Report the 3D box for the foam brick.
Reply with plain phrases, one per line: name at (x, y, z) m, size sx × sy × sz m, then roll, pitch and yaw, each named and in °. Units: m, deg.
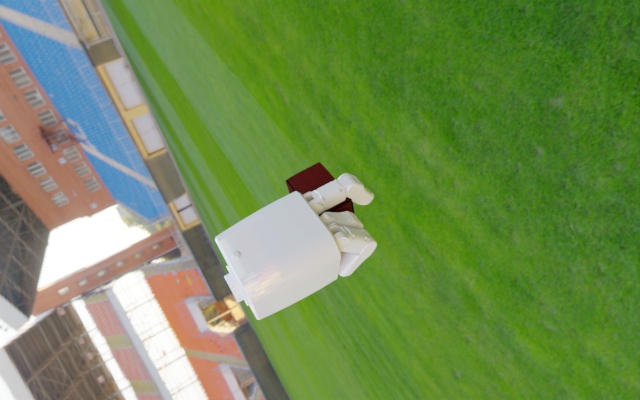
foam brick at (0.000, 0.002, 0.586) m, size 0.051 × 0.053 × 0.078 m, roll -29°, pitch 51°, yaw -13°
